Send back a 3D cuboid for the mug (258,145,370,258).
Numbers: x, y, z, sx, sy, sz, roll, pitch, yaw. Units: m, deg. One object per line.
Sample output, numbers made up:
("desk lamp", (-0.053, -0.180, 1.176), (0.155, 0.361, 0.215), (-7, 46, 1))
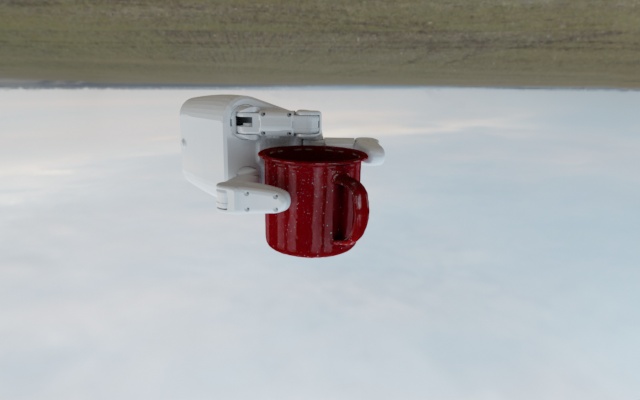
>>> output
("mug", (0.001, 0.002, 0.403), (0.093, 0.081, 0.117), (-10, 18, -36))
